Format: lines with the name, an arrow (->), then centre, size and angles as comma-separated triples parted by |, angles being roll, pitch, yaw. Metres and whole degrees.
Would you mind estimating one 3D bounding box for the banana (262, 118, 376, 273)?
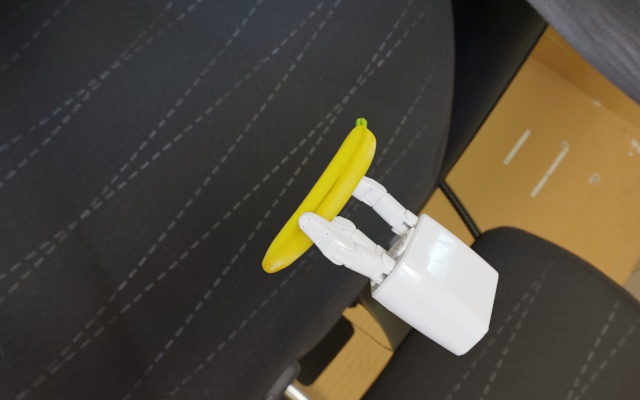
banana -> 0.004, -0.001, 0.494 | 0.037, 0.198, 0.069 | 35, -2, -5
